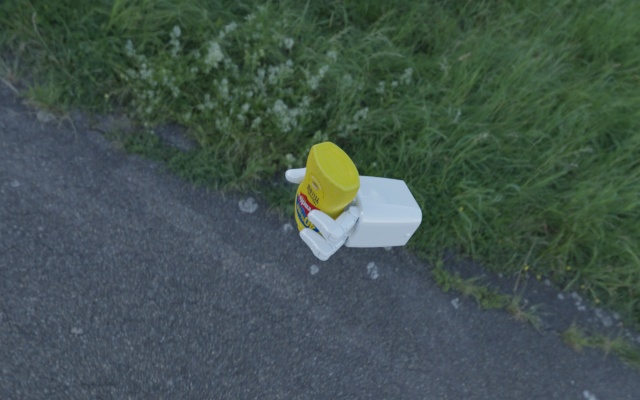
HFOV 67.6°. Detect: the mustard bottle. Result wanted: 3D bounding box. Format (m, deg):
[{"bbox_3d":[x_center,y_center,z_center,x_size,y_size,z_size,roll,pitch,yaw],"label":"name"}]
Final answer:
[{"bbox_3d":[0.000,0.002,0.768,0.058,0.096,0.192,-20,-28,-30],"label":"mustard bottle"}]
